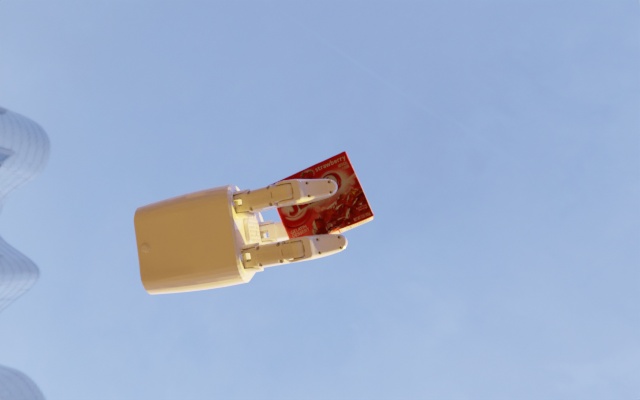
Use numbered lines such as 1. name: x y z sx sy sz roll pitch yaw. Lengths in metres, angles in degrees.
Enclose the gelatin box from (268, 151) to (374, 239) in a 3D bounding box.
1. gelatin box: 0.000 0.002 0.488 0.089 0.073 0.030 -23 -10 1
